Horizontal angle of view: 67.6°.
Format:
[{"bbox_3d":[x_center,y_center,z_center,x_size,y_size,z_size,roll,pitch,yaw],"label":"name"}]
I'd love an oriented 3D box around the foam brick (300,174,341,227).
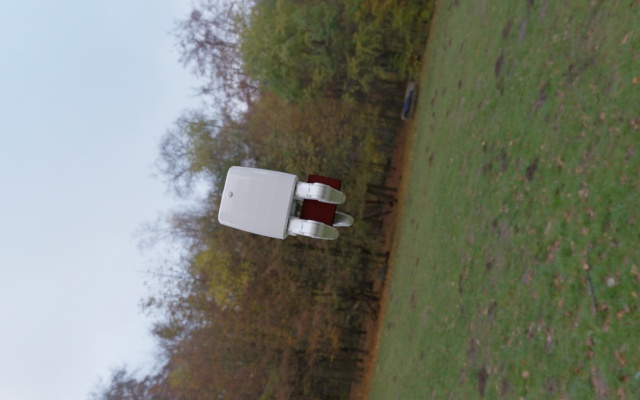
[{"bbox_3d":[0.000,0.002,0.751,0.051,0.078,0.053,11,-6,4],"label":"foam brick"}]
